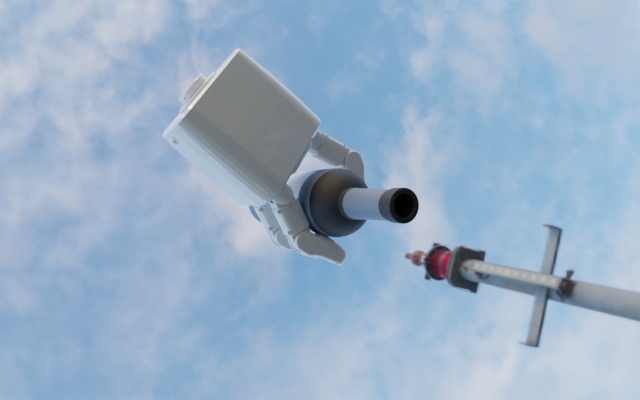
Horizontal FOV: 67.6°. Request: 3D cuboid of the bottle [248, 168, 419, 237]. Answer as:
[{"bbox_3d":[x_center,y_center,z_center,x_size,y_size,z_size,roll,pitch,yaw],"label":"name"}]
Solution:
[{"bbox_3d":[0.000,0.002,0.491,0.069,0.069,0.295,0,1,-25],"label":"bottle"}]
